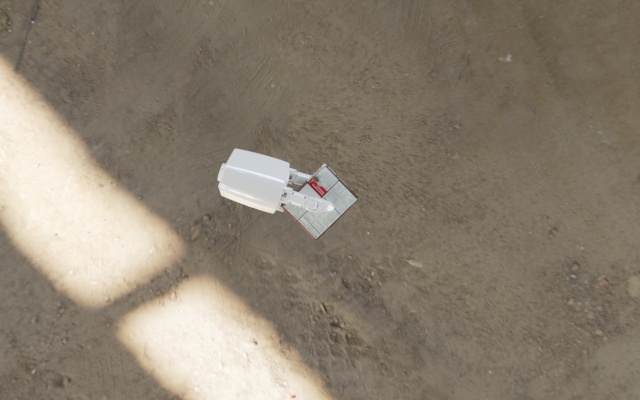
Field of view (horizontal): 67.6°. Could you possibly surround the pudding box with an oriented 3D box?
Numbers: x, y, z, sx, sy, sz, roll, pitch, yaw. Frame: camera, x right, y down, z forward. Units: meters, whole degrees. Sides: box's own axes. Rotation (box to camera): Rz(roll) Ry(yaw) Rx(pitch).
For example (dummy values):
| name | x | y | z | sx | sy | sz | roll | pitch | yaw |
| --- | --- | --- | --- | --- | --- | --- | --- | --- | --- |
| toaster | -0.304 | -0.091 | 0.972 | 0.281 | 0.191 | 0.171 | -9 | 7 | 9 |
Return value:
| name | x | y | z | sx | sy | sz | roll | pitch | yaw |
| --- | --- | --- | --- | --- | --- | --- | --- | --- | --- |
| pudding box | 0.000 | 0.003 | 0.872 | 0.113 | 0.090 | 0.039 | -44 | 7 | 5 |
